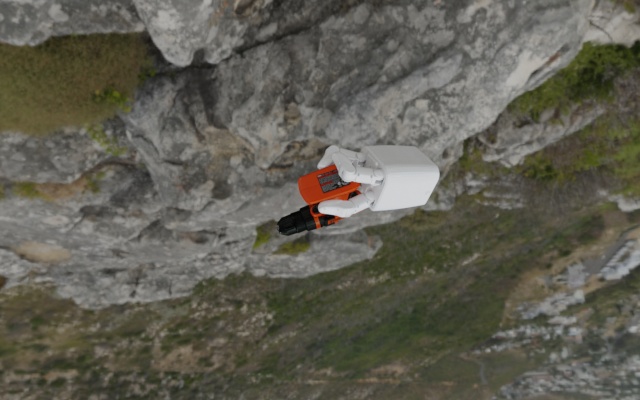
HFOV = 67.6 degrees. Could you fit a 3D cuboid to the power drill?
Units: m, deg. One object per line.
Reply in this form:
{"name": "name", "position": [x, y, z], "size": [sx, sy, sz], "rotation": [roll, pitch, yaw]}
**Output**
{"name": "power drill", "position": [0.000, 0.003, 0.889], "size": [0.184, 0.057, 0.188], "rotation": [-21, -17, -7]}
